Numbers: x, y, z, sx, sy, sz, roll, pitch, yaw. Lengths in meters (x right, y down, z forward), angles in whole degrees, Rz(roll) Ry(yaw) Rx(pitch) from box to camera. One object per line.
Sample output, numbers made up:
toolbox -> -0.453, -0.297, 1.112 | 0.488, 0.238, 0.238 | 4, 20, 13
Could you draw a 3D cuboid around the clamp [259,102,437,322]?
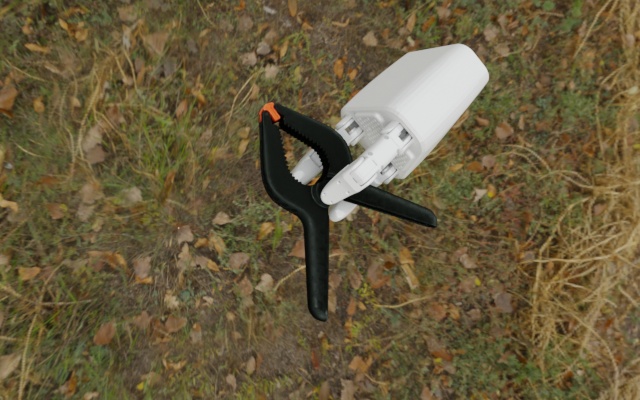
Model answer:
clamp -> 0.000, 0.001, 0.469 | 0.164, 0.210, 0.036 | -45, 9, -15
